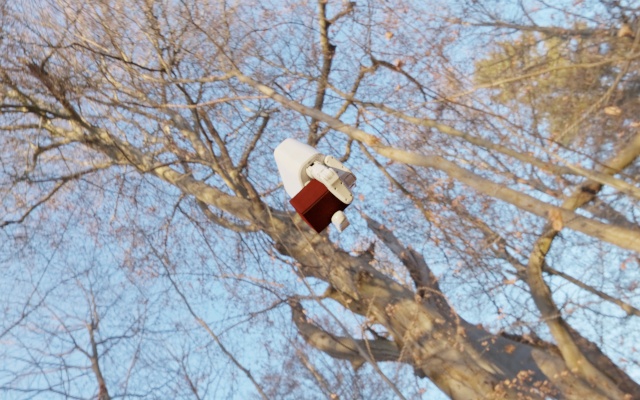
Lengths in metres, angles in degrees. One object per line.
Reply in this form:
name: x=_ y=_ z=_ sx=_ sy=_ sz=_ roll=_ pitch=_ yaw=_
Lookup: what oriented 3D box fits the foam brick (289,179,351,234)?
foam brick: x=0.000 y=0.003 z=0.755 sx=0.051 sy=0.078 sz=0.053 roll=37 pitch=-13 yaw=51
